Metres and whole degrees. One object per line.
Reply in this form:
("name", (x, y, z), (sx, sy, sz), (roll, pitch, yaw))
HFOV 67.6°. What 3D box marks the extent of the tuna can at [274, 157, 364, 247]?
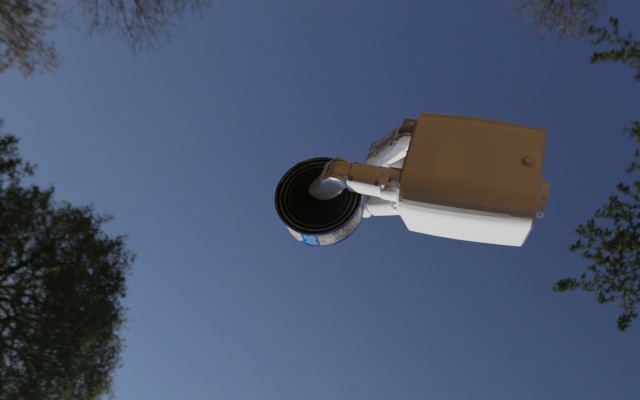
("tuna can", (0.000, 0.002, 0.473), (0.086, 0.086, 0.034), (0, -29, 12))
